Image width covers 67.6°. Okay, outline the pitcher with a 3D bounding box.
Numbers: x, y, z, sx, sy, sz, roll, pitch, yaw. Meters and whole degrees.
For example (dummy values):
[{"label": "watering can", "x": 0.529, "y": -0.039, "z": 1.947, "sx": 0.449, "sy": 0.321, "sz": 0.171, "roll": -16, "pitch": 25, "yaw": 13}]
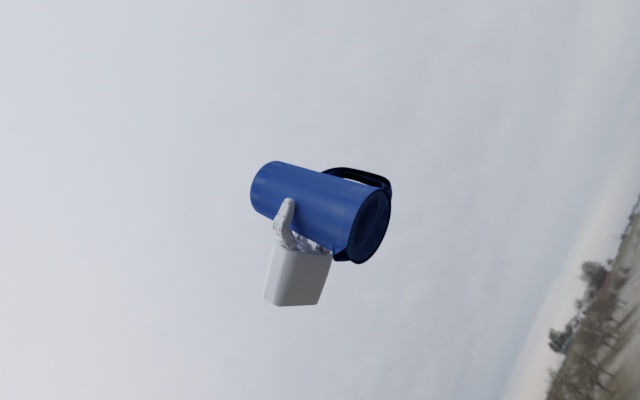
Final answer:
[{"label": "pitcher", "x": 0.000, "y": 0.003, "z": 0.854, "sx": 0.243, "sy": 0.145, "sz": 0.149, "roll": 21, "pitch": 12, "yaw": 32}]
